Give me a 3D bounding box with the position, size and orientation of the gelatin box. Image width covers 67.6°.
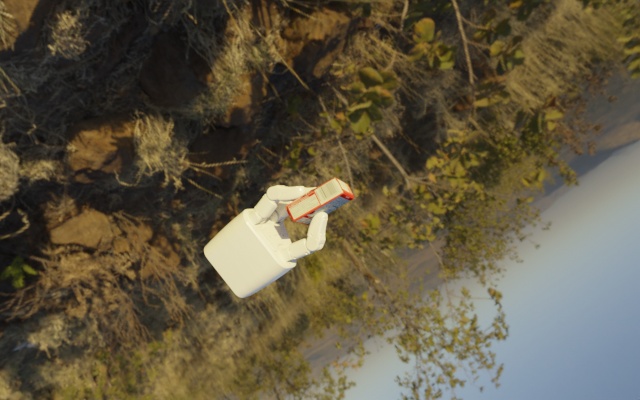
[{"bbox_3d":[0.001,0.003,0.720,0.089,0.030,0.073,-30,-14,12],"label":"gelatin box"}]
